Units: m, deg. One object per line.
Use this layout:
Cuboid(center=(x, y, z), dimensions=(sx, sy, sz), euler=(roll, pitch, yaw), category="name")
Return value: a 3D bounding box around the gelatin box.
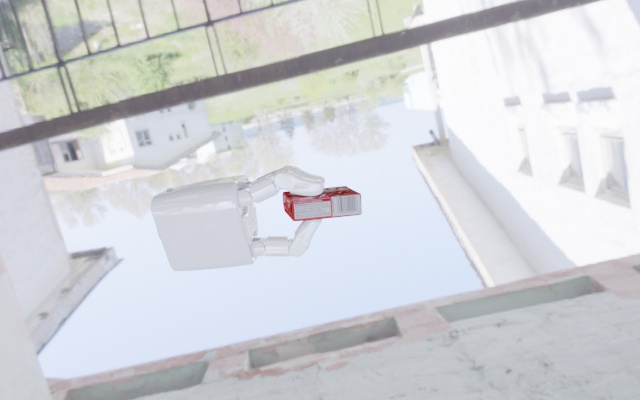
Cuboid(center=(0.000, 0.002, 0.604), dimensions=(0.089, 0.030, 0.073), euler=(-5, 10, -11), category="gelatin box")
